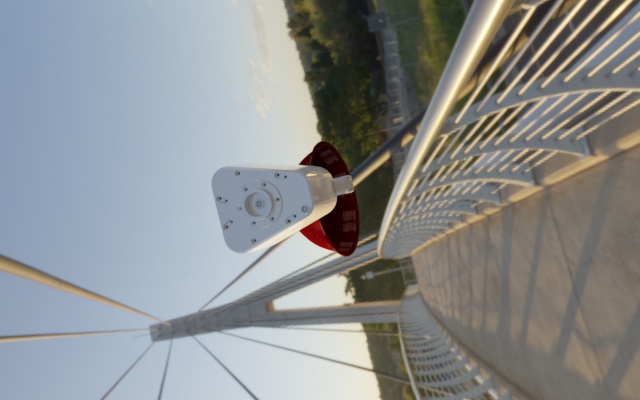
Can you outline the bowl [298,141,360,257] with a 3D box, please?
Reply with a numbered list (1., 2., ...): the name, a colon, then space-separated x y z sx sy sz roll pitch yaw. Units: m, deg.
1. bowl: 0.000 0.002 0.666 0.055 0.162 0.162 -13 -5 23
